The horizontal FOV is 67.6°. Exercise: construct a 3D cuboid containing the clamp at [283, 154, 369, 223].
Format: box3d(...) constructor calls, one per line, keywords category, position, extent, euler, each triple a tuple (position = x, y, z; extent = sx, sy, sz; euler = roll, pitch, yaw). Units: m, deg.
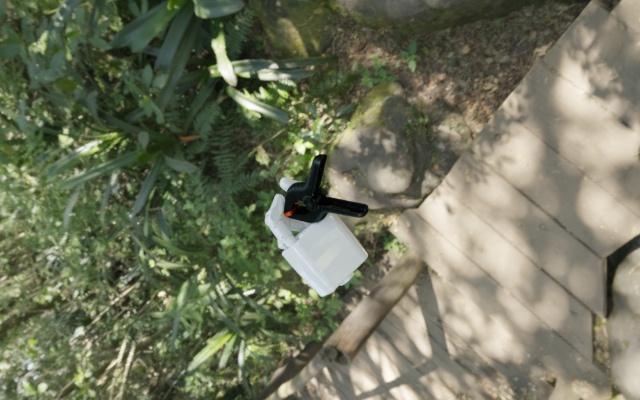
box3d(category="clamp", position=(0.000, 0.003, 0.786), extent=(0.039, 0.120, 0.171), euler=(-42, 2, -35))
